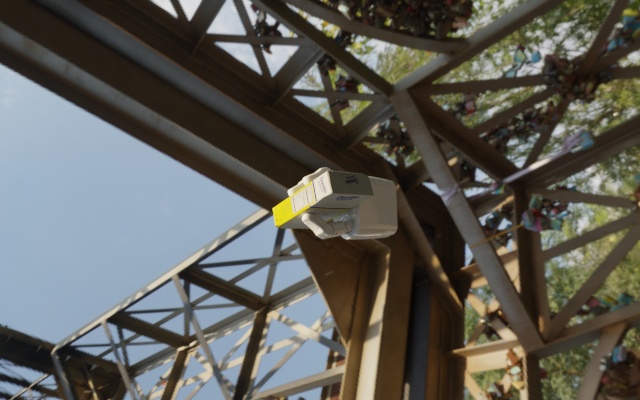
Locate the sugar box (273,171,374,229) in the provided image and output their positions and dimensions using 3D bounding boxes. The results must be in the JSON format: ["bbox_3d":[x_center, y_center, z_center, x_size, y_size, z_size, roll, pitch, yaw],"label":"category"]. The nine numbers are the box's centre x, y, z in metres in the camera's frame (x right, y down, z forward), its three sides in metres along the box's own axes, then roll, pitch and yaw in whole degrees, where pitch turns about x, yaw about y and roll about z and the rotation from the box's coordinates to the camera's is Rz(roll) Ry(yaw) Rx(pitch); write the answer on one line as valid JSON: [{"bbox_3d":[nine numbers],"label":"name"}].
[{"bbox_3d":[0.000,0.002,0.837,0.093,0.048,0.176,3,-25,-38],"label":"sugar box"}]
